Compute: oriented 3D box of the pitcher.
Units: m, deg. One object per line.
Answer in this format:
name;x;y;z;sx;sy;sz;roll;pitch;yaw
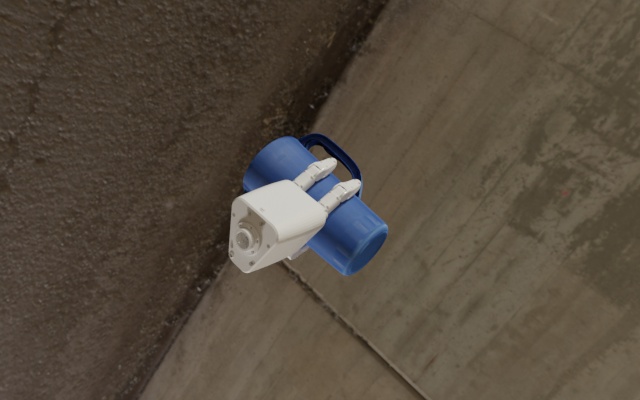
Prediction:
pitcher;0.000;0.003;0.809;0.242;0.149;0.145;41;34;21
